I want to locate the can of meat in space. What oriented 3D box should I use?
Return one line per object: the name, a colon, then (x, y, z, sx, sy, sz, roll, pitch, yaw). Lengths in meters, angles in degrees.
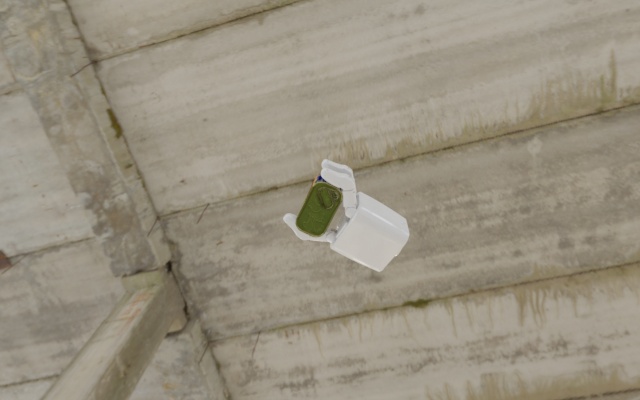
can of meat: (0.000, 0.003, 0.865, 0.057, 0.102, 0.084, 25, 21, -5)
